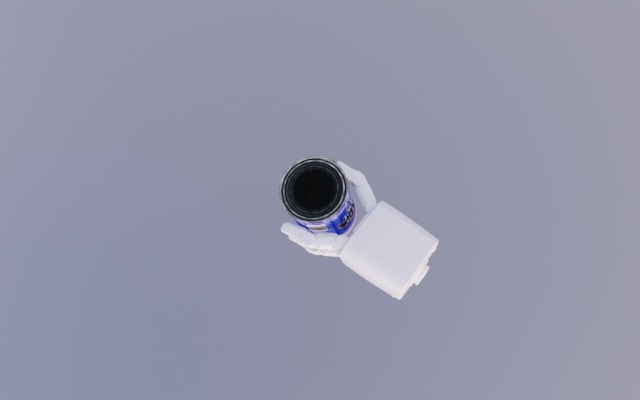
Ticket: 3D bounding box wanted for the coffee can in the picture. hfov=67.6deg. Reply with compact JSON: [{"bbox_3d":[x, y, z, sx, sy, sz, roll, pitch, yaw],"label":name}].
[{"bbox_3d":[0.000,0.002,0.756,0.103,0.102,0.140,0,-16,9],"label":"coffee can"}]
